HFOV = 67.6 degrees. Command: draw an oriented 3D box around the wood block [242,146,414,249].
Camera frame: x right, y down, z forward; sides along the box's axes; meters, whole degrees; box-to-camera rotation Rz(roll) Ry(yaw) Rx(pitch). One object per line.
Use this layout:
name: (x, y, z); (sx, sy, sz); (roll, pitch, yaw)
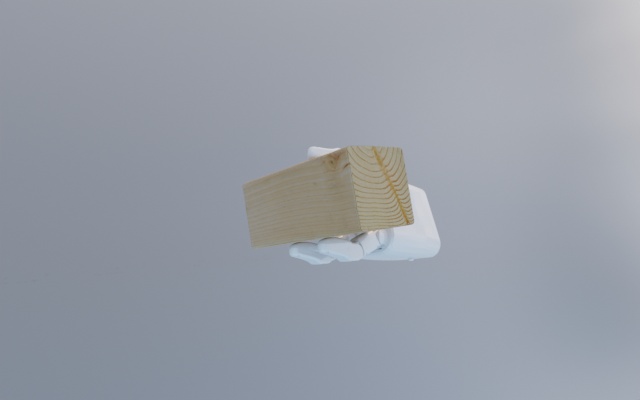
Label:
wood block: (0.000, 0.002, 0.585); (0.090, 0.091, 0.206); (-4, -7, -41)
